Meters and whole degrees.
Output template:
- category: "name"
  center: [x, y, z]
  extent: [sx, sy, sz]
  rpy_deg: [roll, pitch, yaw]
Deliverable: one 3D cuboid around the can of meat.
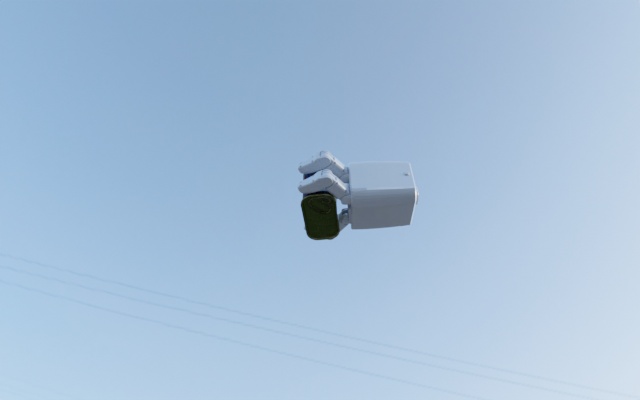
- category: "can of meat"
  center: [0.000, 0.003, 0.819]
  extent: [0.057, 0.102, 0.083]
  rpy_deg: [-6, 41, 5]
